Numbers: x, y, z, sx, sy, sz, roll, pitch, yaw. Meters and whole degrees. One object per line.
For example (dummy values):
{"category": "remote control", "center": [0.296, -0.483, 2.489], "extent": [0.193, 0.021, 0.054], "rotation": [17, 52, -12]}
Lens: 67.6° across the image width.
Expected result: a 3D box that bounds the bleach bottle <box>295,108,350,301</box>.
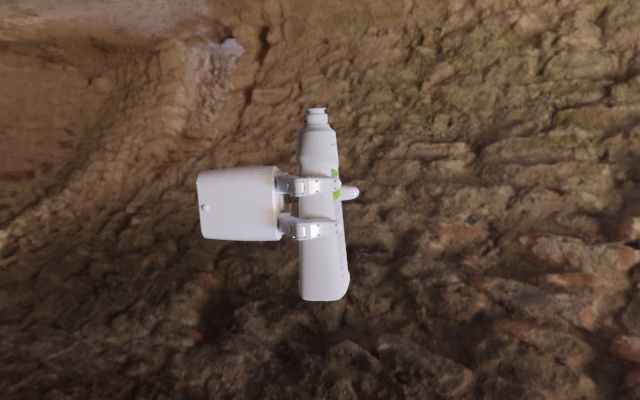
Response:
{"category": "bleach bottle", "center": [0.000, 0.002, 0.651], "extent": [0.068, 0.251, 0.102], "rotation": [-1, 10, 8]}
